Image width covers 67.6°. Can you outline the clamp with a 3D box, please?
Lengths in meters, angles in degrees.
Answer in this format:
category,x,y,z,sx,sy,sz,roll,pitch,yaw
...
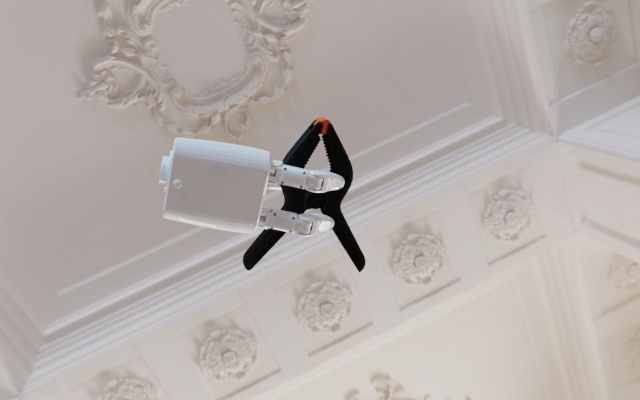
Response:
category,x,y,z,sx,sy,sz,roll,pitch,yaw
clamp,0.000,0.001,0.611,0.164,0.210,0.036,10,15,-17
